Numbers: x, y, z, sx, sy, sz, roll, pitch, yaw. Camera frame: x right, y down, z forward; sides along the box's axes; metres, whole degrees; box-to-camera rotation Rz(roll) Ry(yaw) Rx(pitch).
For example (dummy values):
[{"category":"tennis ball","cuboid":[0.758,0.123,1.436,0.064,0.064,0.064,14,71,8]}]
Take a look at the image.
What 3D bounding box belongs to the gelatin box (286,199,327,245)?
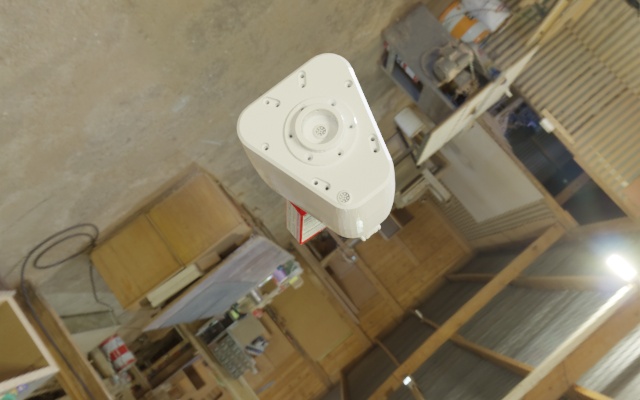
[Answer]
[{"category":"gelatin box","cuboid":[0.000,0.002,0.498,0.073,0.030,0.089,-35,-19,-16]}]
